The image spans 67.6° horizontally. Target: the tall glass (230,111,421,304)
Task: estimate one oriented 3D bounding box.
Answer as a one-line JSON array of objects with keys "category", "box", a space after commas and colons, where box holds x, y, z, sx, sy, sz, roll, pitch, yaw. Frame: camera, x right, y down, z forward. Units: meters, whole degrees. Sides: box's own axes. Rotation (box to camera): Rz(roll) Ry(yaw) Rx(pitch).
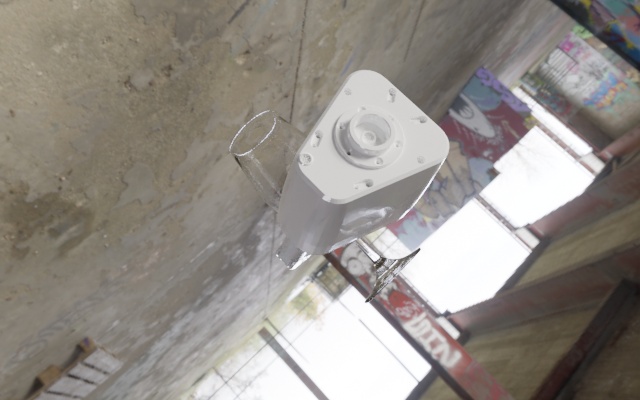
[{"category": "tall glass", "box": [0.000, 0.002, 0.467, 0.201, 0.079, 0.079, 45, 11, 11]}]
